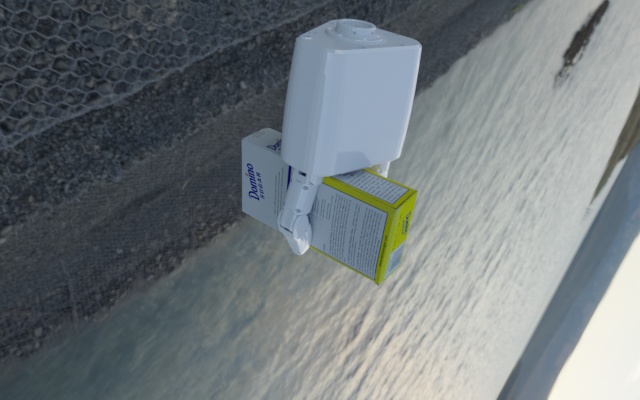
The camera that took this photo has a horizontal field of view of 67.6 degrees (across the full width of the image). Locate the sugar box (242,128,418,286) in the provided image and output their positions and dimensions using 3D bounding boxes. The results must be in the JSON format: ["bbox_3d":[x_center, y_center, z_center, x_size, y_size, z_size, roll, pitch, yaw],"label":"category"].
[{"bbox_3d":[0.001,0.001,0.467,0.176,0.093,0.048,28,40,28],"label":"sugar box"}]
